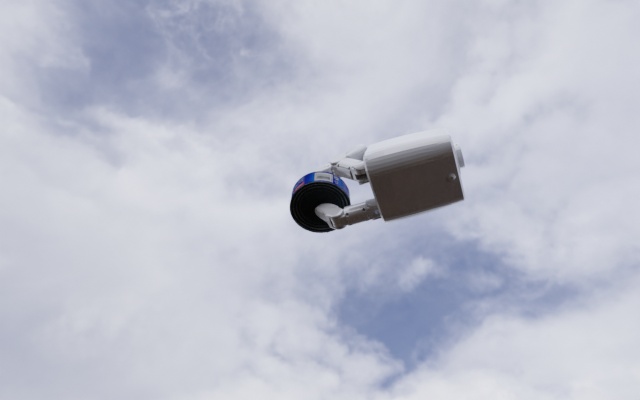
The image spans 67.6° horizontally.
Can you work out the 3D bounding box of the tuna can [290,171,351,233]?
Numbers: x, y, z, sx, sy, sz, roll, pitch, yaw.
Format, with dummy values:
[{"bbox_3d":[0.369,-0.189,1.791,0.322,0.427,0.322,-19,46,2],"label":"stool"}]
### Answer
[{"bbox_3d":[0.000,0.002,0.676,0.086,0.086,0.033,0,33,2],"label":"tuna can"}]
